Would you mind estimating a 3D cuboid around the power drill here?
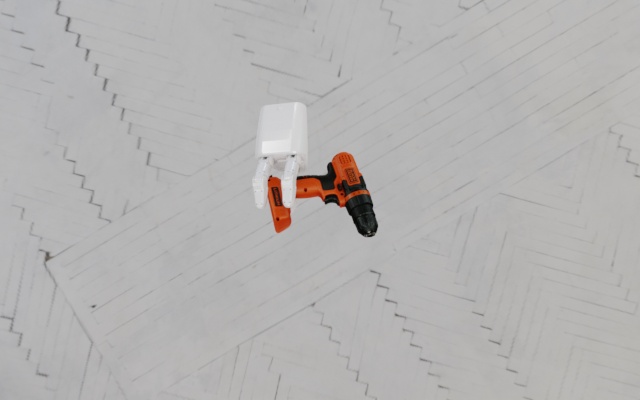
[{"bbox_3d":[0.000,0.003,0.886,0.187,0.184,0.057,-12,-33,-10],"label":"power drill"}]
